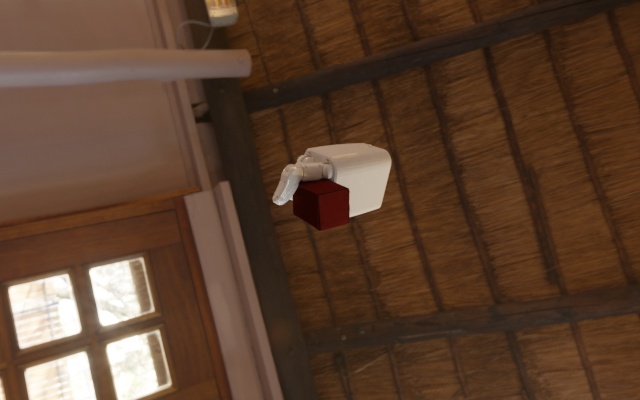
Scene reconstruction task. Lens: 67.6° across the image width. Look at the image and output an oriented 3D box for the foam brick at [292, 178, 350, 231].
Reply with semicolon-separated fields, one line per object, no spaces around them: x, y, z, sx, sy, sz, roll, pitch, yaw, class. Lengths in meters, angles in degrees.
0.000;0.002;0.671;0.051;0.053;0.078;-11;22;-28;foam brick
